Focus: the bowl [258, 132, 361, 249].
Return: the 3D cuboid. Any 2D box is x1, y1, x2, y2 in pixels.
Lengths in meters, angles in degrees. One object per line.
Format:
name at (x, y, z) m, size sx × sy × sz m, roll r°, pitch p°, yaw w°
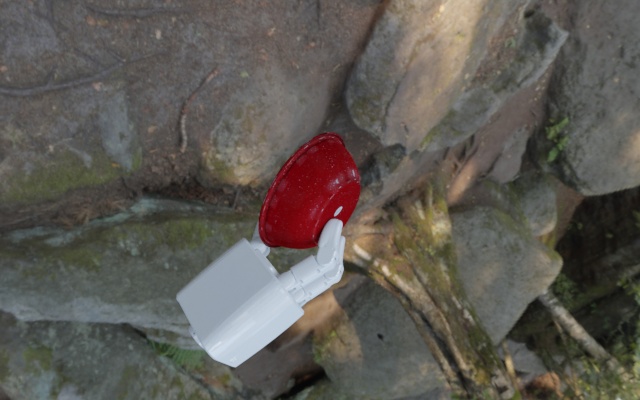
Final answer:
bowl at (0.001, 0.001, 0.576) m, size 0.055 × 0.162 × 0.162 m, roll 33°, pitch 14°, yaw 23°
